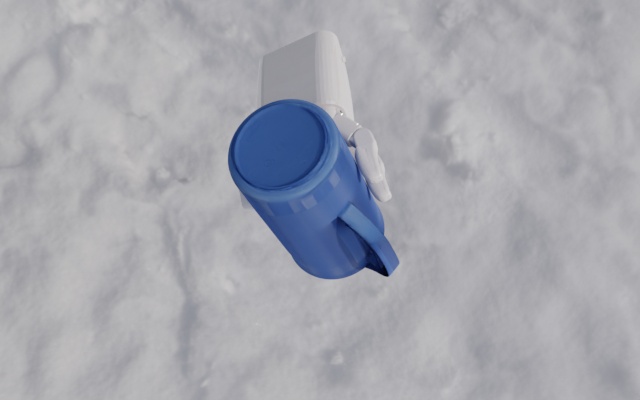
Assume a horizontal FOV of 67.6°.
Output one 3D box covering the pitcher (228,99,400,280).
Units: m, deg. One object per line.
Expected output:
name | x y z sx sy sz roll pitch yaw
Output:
pitcher | 0.000 0.002 0.531 0.149 0.145 0.243 -8 -24 11
